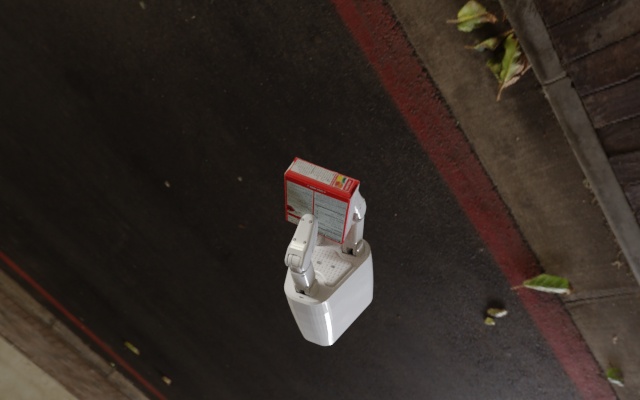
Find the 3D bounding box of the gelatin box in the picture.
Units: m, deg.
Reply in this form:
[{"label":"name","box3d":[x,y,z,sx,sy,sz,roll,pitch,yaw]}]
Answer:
[{"label":"gelatin box","box3d":[0.000,0.002,0.517,0.073,0.030,0.089,22,-34,13]}]
